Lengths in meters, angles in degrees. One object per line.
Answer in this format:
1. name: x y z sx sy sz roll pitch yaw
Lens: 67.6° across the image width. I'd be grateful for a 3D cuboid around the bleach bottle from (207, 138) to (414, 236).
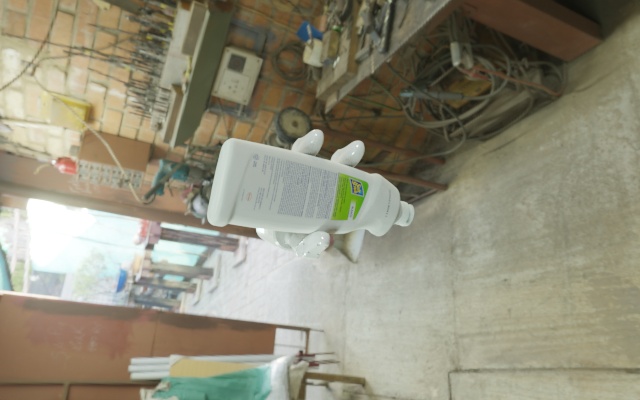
1. bleach bottle: 0.000 0.002 0.576 0.251 0.102 0.068 13 -3 -23
